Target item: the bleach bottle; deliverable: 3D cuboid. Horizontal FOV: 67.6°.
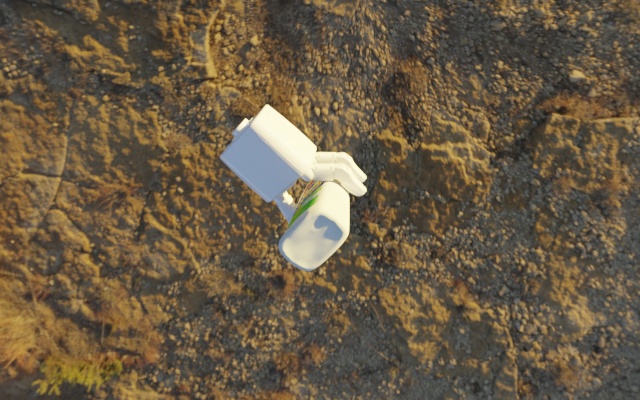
[{"bbox_3d":[0.000,0.002,0.757,0.068,0.102,0.250,41,21,-14],"label":"bleach bottle"}]
